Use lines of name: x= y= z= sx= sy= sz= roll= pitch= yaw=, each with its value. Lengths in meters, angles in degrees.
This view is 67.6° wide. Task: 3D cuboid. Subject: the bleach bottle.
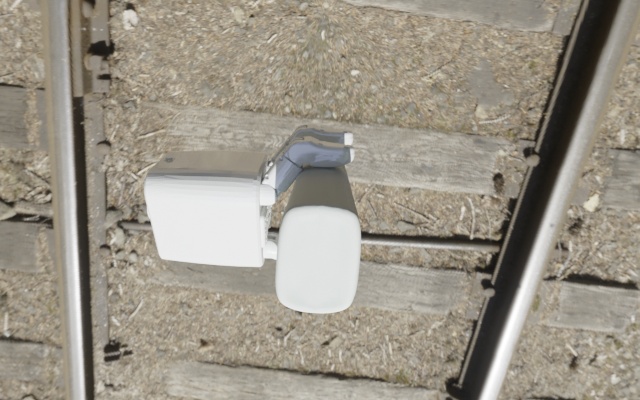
bleach bottle: x=0.000 y=0.002 z=0.491 sx=0.068 sy=0.103 sz=0.250 roll=5 pitch=22 yaw=-1
